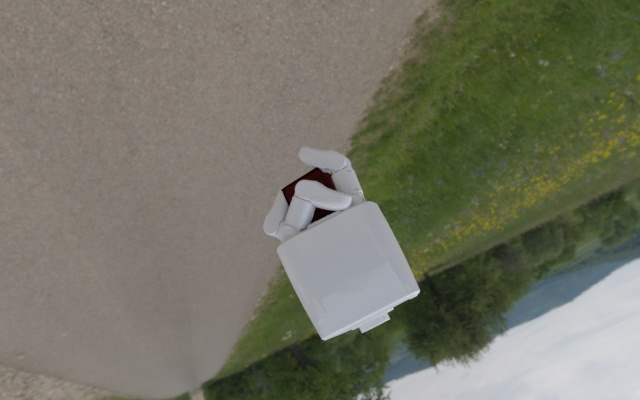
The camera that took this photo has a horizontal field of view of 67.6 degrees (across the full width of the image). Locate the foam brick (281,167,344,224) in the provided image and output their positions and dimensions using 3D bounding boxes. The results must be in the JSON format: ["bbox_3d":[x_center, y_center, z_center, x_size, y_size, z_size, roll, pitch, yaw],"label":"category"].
[{"bbox_3d":[0.000,0.002,0.554,0.053,0.051,0.078,-31,-17,15],"label":"foam brick"}]
